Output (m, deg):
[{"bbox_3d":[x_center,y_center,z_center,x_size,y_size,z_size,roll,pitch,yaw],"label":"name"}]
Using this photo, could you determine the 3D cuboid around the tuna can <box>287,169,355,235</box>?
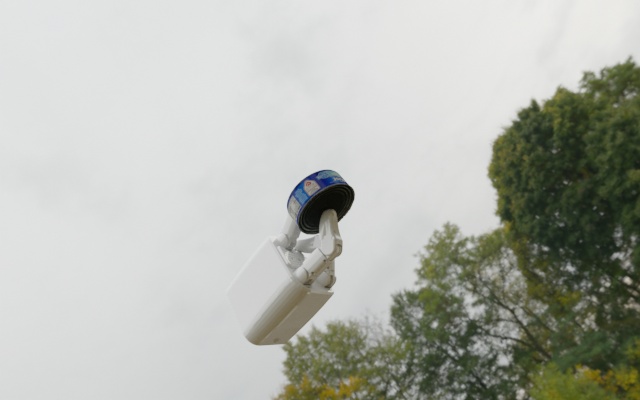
[{"bbox_3d":[0.000,0.002,0.615,0.086,0.086,0.033,0,40,-45],"label":"tuna can"}]
